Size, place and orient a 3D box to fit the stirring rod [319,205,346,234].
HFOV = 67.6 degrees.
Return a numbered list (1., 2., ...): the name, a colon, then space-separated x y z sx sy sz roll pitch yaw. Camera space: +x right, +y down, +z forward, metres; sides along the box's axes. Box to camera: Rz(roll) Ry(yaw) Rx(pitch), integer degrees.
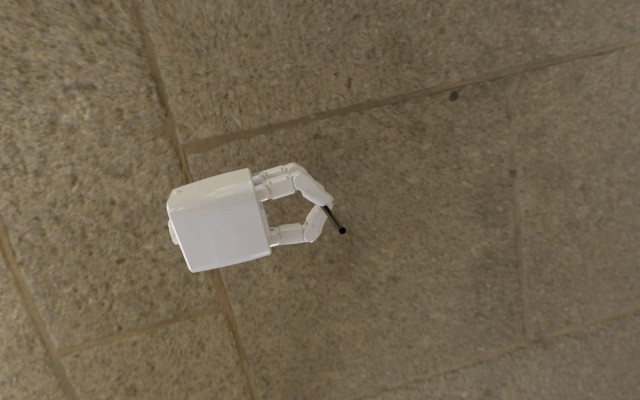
1. stirring rod: 0.000 0.002 0.626 0.011 0.011 0.239 0 15 -12
